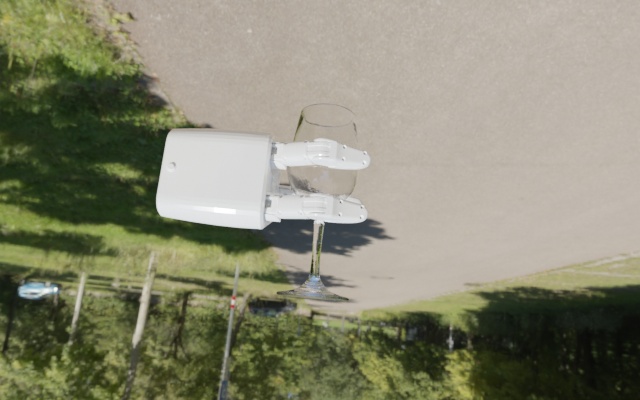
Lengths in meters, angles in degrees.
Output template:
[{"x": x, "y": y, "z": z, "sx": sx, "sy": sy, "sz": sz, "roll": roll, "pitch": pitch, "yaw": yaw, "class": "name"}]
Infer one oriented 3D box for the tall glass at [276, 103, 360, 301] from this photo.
[{"x": 0.000, "y": 0.002, "z": 0.507, "sx": 0.079, "sy": 0.201, "sz": 0.079, "roll": 5, "pitch": -13, "yaw": 1, "class": "tall glass"}]
